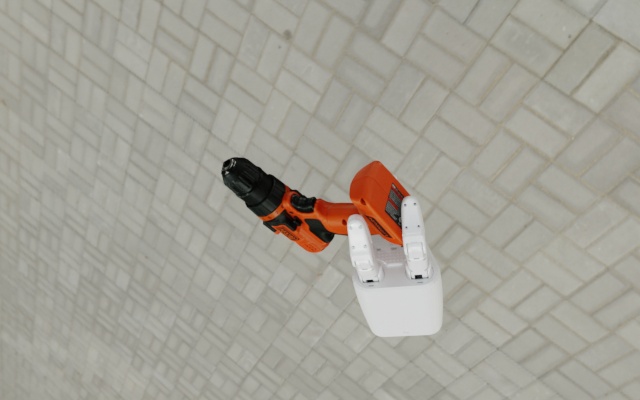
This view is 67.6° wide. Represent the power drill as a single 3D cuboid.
[{"bbox_3d":[0.001,0.002,0.545,0.187,0.057,0.184,-4,-32,41],"label":"power drill"}]
